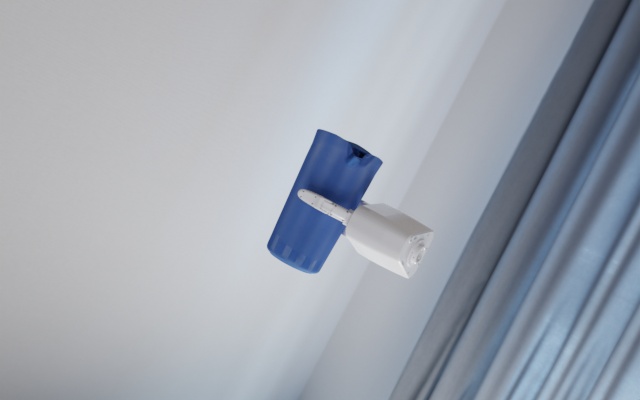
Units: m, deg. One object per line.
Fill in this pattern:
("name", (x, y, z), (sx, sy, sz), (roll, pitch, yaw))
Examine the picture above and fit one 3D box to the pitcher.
("pitcher", (0.000, 0.003, 0.873), (0.145, 0.243, 0.149), (28, 1, 30))
